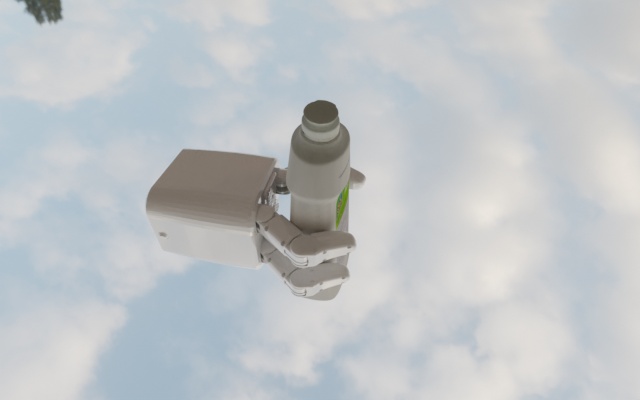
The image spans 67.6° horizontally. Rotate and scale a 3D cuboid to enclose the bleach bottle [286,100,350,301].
[{"bbox_3d":[0.000,0.002,0.478,0.068,0.102,0.251,9,-38,6],"label":"bleach bottle"}]
